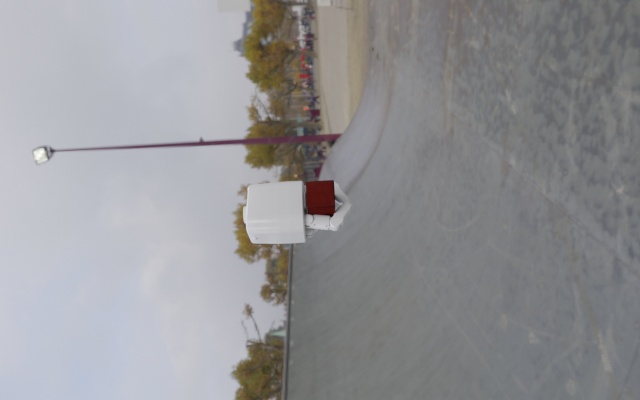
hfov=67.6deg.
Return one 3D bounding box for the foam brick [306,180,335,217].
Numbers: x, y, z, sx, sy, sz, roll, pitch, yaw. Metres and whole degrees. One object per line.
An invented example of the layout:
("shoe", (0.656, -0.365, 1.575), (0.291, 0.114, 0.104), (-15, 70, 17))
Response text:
("foam brick", (0.000, 0.003, 0.877), (0.051, 0.053, 0.078), (-2, -23, -1))
